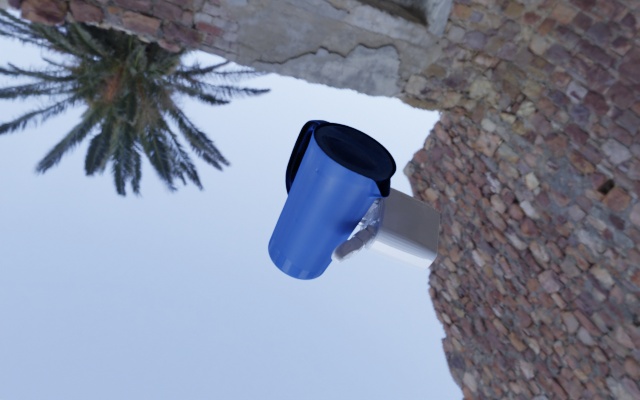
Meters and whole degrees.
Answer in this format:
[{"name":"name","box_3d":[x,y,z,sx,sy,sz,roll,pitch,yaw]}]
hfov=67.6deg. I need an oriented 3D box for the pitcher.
[{"name":"pitcher","box_3d":[0.000,0.003,0.754,0.145,0.243,0.149,23,34,-9]}]
